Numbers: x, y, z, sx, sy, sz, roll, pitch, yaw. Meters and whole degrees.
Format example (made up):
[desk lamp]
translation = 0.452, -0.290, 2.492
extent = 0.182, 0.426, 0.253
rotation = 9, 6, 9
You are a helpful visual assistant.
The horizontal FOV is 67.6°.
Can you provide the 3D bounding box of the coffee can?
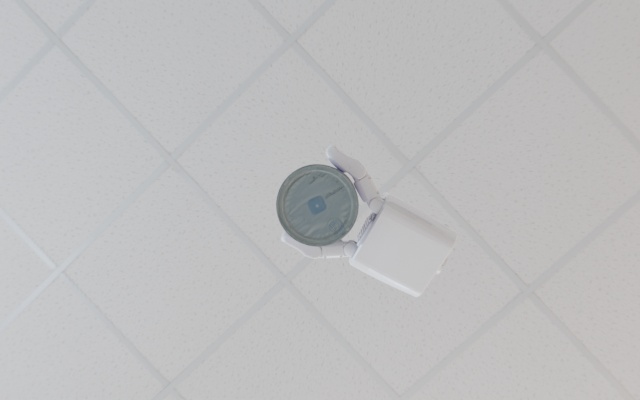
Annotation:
[coffee can]
translation = 0.000, 0.002, 0.657
extent = 0.103, 0.103, 0.140
rotation = 0, 4, 4
